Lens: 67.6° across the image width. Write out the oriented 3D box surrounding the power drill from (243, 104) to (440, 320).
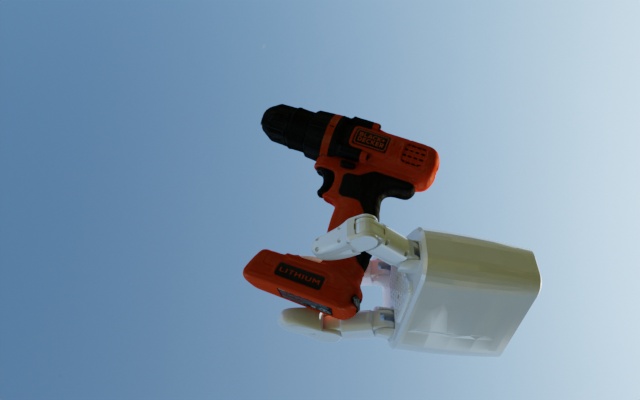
[{"bbox_3d":[0.000,0.002,0.449,0.184,0.187,0.057,18,-20,14],"label":"power drill"}]
